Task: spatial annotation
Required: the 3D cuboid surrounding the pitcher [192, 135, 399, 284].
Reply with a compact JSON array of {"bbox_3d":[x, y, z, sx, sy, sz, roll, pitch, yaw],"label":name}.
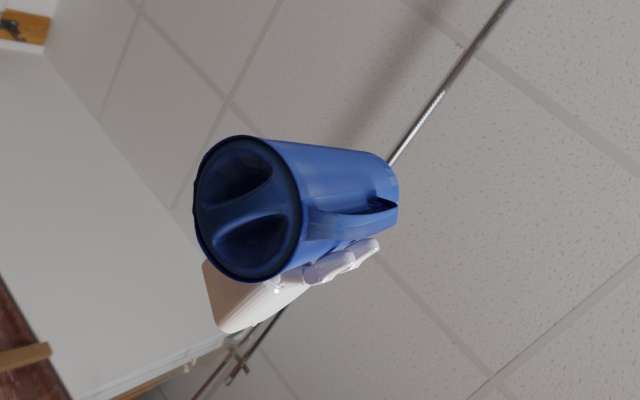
[{"bbox_3d":[0.000,0.002,0.515,0.145,0.149,0.243,-43,-18,29],"label":"pitcher"}]
